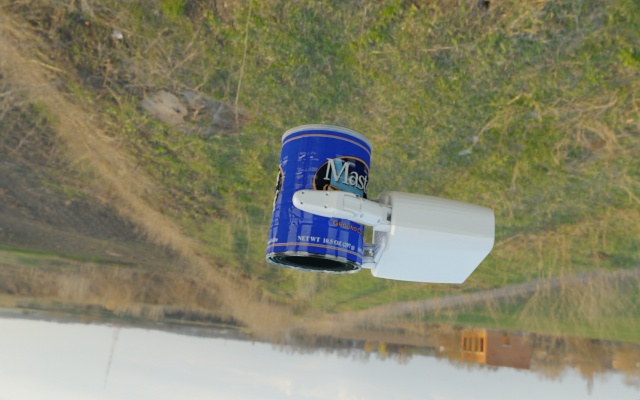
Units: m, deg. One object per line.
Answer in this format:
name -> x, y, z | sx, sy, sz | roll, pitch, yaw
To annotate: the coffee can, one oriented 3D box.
coffee can -> 0.000, 0.002, 0.522 | 0.103, 0.140, 0.103 | 6, -17, 2
